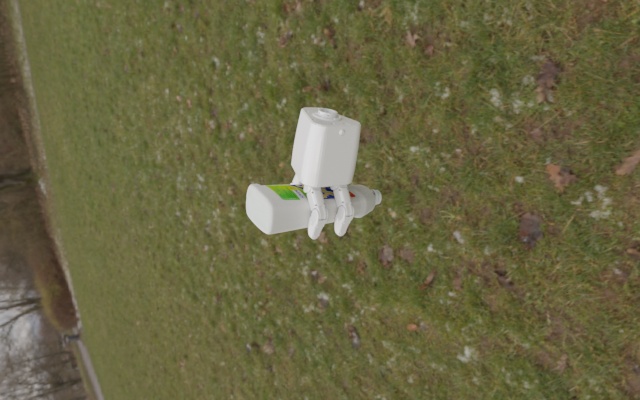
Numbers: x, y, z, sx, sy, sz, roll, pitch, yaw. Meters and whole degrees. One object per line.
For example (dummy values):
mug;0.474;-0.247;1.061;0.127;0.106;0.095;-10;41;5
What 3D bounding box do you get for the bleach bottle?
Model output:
bleach bottle;0.000;0.003;0.865;0.251;0.068;0.102;-7;28;-32
